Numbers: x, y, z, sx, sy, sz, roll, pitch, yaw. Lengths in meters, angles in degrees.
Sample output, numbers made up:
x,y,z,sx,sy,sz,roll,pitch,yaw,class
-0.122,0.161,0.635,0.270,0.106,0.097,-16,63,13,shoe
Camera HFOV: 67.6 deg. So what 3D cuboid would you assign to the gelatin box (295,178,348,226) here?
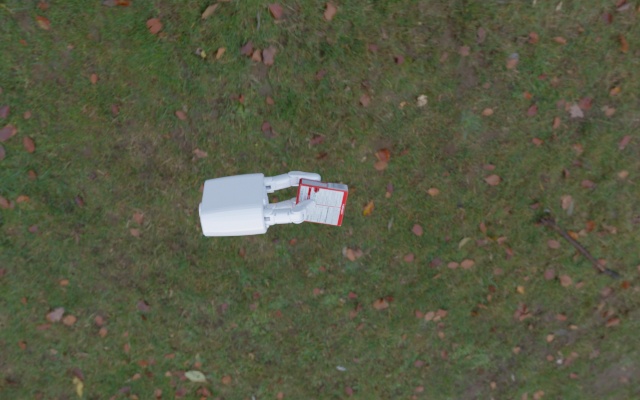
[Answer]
x,y,z,sx,sy,sz,roll,pitch,yaw,class
0.000,0.003,0.861,0.089,0.073,0.030,8,27,-4,gelatin box
